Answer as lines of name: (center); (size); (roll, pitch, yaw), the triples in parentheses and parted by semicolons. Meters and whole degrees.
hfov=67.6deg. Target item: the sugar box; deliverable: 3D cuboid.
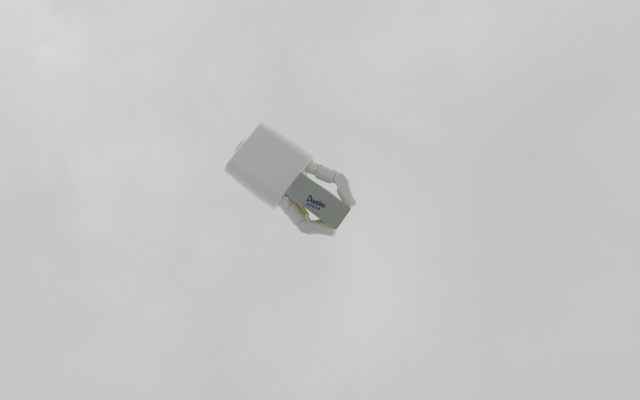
sugar box: (0.000, 0.003, 0.769); (0.093, 0.048, 0.176); (36, 3, 3)
